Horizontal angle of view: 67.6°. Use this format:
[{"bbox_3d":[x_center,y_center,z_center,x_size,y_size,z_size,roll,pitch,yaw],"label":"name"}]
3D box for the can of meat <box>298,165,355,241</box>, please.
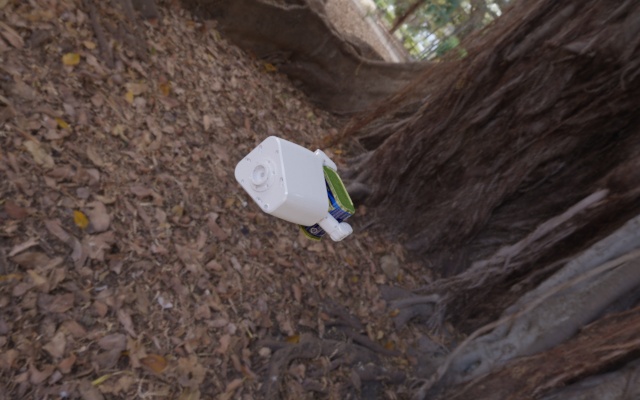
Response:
[{"bbox_3d":[0.000,0.003,0.802,0.084,0.102,0.057,-37,-32,21],"label":"can of meat"}]
